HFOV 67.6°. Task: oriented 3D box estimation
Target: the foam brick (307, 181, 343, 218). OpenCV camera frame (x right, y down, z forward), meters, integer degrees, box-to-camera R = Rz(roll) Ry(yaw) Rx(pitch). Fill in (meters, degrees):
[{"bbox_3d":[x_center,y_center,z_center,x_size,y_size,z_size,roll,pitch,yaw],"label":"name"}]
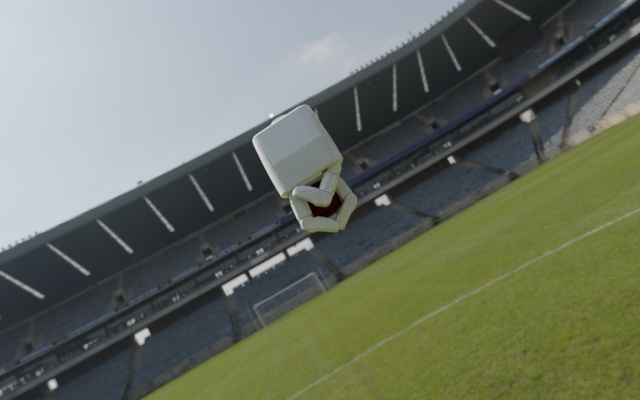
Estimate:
[{"bbox_3d":[0.000,0.003,0.797,0.053,0.051,0.078,-30,-8,-8],"label":"foam brick"}]
